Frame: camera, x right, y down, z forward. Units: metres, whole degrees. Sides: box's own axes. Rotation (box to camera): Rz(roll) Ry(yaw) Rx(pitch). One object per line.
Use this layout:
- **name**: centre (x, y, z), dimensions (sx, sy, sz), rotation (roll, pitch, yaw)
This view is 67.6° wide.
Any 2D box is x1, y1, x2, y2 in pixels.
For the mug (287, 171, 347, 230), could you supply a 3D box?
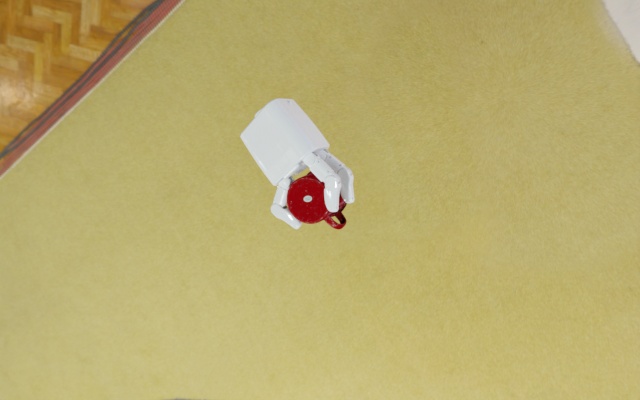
- **mug**: centre (0.001, 0.004, 0.823), dimensions (0.093, 0.117, 0.081), rotation (-39, -5, 24)
